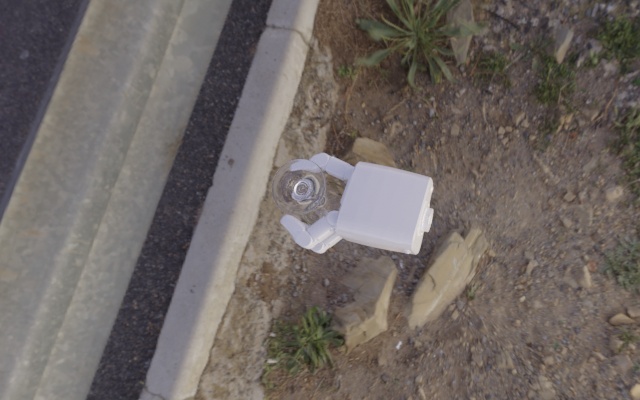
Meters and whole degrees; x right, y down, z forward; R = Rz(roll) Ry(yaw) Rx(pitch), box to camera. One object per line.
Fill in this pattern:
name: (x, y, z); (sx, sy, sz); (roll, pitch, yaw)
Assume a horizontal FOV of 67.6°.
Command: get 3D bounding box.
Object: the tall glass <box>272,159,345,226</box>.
tall glass: (0.000, 0.002, 0.704); (0.079, 0.079, 0.201); (0, -12, 17)
